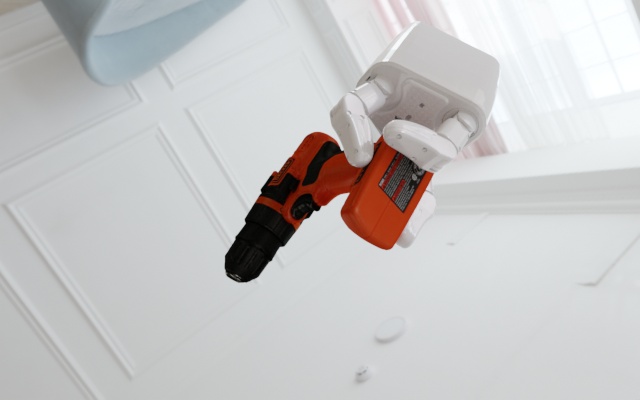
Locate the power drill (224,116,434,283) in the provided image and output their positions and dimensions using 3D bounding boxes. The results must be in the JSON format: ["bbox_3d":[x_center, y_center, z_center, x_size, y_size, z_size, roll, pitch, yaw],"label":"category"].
[{"bbox_3d":[0.001,0.001,0.437,0.057,0.184,0.187,43,-25,-27],"label":"power drill"}]
